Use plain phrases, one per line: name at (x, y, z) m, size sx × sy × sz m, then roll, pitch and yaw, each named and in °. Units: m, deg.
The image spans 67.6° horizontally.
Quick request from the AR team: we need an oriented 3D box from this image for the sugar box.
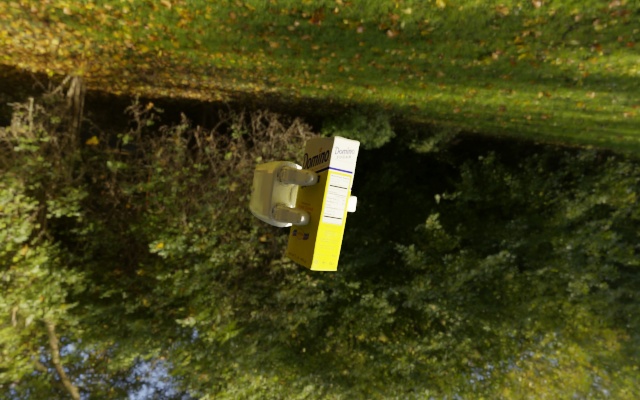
sugar box at (0.000, 0.002, 0.661) m, size 0.048 × 0.176 × 0.093 m, roll 7°, pitch 1°, yaw -26°
